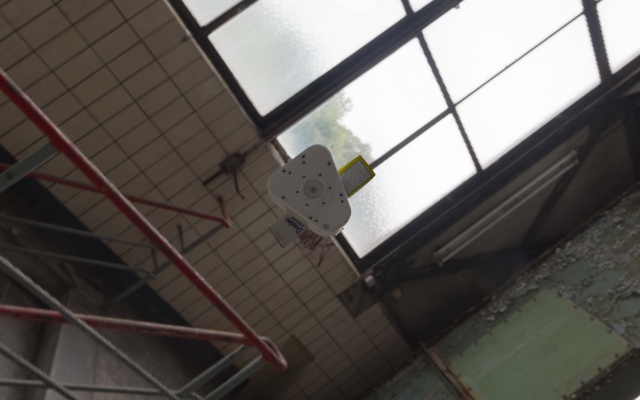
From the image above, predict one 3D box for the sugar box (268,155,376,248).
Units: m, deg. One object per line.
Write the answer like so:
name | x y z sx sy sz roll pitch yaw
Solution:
sugar box | 0.000 0.002 0.742 0.176 0.048 0.093 -36 -1 -3
